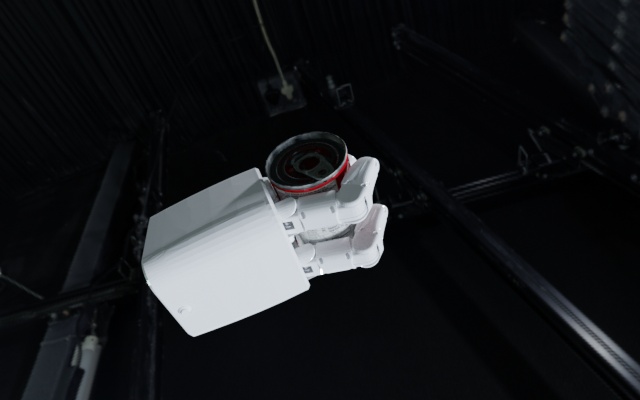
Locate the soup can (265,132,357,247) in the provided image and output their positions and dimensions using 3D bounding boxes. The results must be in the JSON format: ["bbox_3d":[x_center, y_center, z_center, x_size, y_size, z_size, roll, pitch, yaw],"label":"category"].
[{"bbox_3d":[0.001,0.001,0.416,0.068,0.102,0.068,-10,43,10],"label":"soup can"}]
